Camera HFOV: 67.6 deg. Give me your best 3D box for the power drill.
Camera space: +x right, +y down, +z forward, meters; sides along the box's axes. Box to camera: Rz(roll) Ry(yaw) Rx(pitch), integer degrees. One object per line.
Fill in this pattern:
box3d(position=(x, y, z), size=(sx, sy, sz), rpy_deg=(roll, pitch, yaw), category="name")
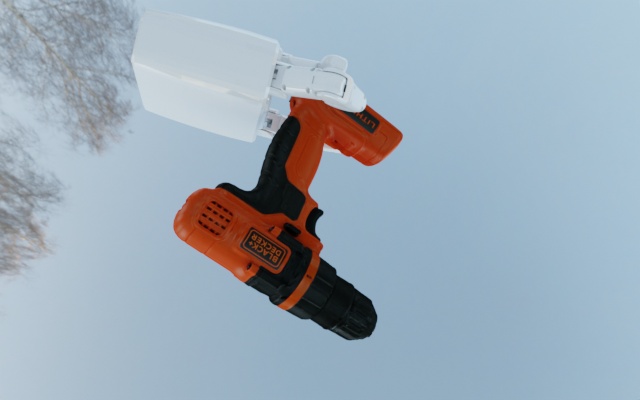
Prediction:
box3d(position=(0.000, 0.001, 0.405), size=(0.184, 0.187, 0.057), rpy_deg=(36, -26, -15), category="power drill")
